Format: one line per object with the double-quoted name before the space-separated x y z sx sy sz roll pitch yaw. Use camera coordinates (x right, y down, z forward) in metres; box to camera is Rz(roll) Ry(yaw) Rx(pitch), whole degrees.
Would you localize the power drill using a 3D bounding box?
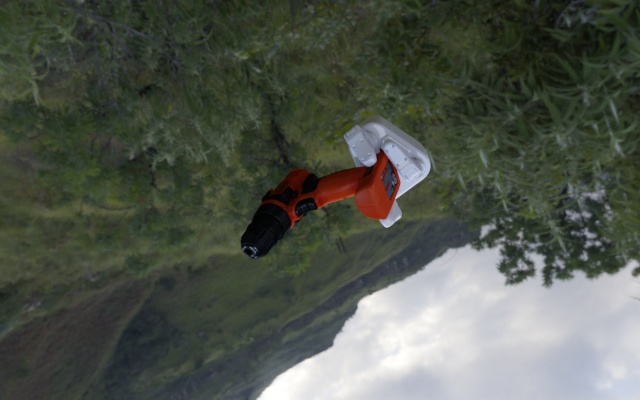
"power drill" 0.001 0.002 0.623 0.187 0.057 0.184 -11 29 29
